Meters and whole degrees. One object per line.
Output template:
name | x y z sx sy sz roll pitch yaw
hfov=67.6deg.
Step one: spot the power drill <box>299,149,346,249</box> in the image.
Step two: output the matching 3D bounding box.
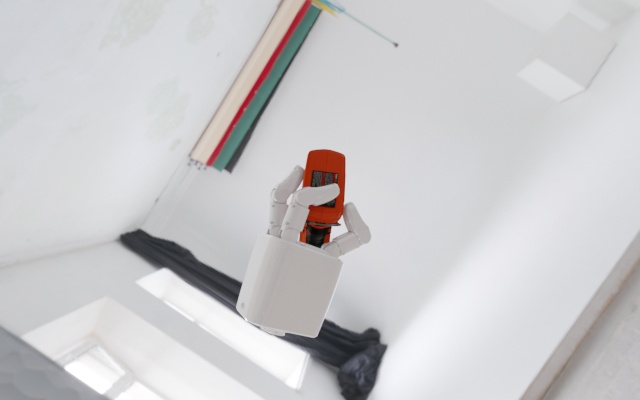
power drill | 0.000 0.002 0.708 0.057 0.184 0.188 4 -25 -1
